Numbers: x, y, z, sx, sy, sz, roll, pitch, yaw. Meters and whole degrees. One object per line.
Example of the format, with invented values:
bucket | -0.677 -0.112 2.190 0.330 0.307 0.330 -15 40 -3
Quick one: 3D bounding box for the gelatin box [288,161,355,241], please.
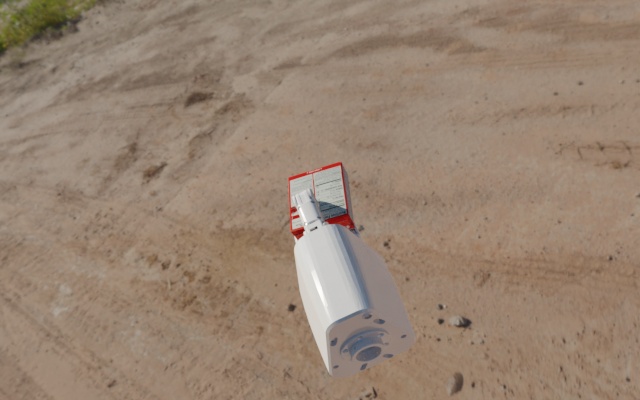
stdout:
gelatin box | 0.000 0.001 0.584 0.073 0.089 0.030 -17 -40 13
